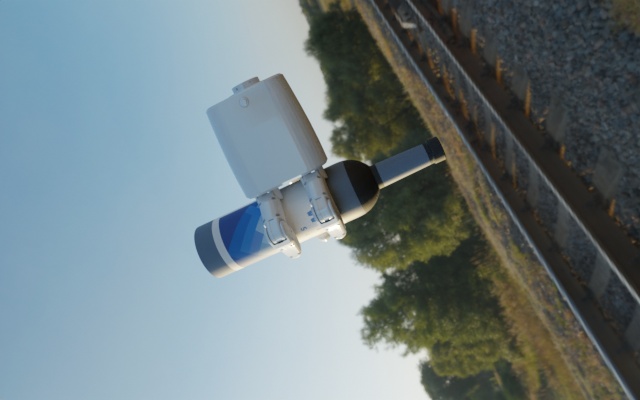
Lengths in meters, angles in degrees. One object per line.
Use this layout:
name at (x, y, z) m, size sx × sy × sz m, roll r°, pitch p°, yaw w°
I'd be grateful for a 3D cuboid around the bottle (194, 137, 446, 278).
bottle at (0.000, 0.002, 0.547) m, size 0.296 × 0.069 × 0.069 m, roll -24°, pitch -4°, yaw 9°
